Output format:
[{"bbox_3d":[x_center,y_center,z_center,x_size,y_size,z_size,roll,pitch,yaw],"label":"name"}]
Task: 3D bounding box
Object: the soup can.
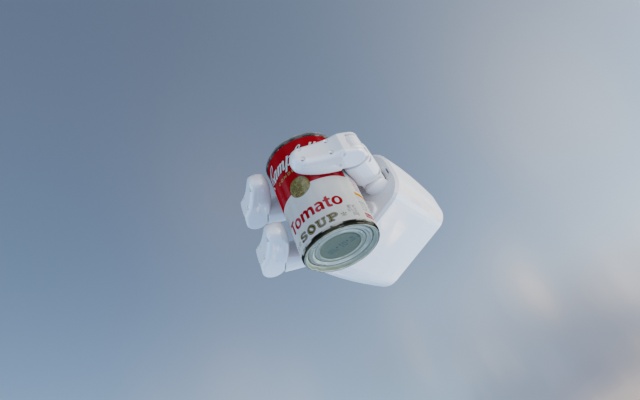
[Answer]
[{"bbox_3d":[0.000,0.001,0.405,0.068,0.102,0.069,-16,-36,-12],"label":"soup can"}]
